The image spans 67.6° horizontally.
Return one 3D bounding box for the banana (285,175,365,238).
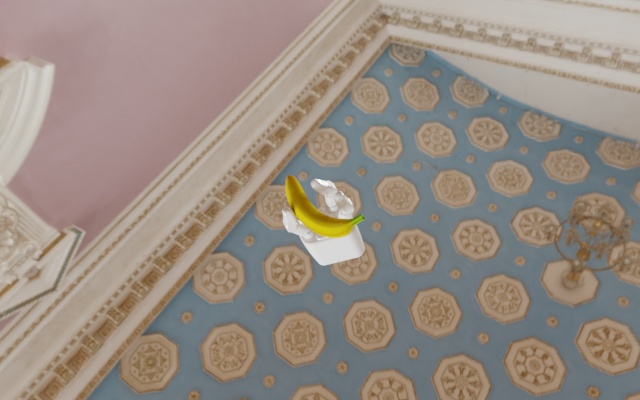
[{"bbox_3d":[-0.009,0.019,0.876,0.197,0.069,0.037,30,-12,35],"label":"banana"}]
